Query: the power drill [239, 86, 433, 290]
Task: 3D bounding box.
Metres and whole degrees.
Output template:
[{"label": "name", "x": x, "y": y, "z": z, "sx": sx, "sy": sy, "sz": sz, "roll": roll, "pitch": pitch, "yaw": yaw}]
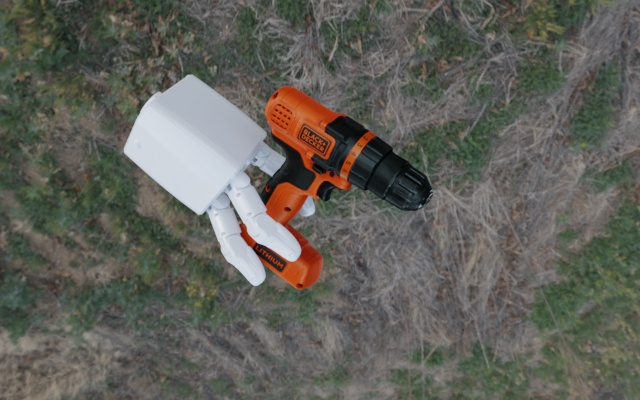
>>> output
[{"label": "power drill", "x": 0.000, "y": 0.002, "z": 0.496, "sx": 0.184, "sy": 0.188, "sz": 0.057, "roll": 36, "pitch": 30, "yaw": 15}]
